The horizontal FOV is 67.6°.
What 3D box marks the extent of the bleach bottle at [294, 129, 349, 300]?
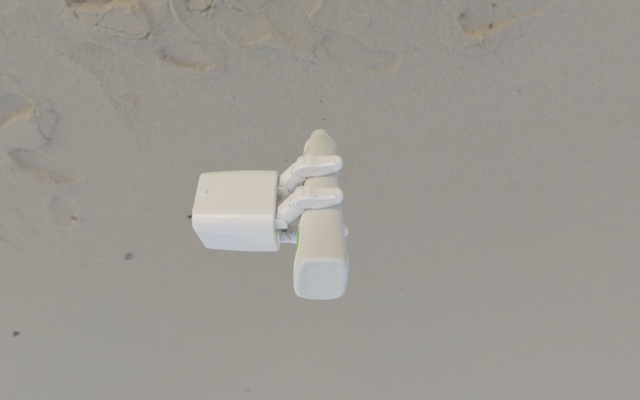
[{"bbox_3d":[0.000,0.002,0.662,0.068,0.250,0.103,2,-40,-3],"label":"bleach bottle"}]
